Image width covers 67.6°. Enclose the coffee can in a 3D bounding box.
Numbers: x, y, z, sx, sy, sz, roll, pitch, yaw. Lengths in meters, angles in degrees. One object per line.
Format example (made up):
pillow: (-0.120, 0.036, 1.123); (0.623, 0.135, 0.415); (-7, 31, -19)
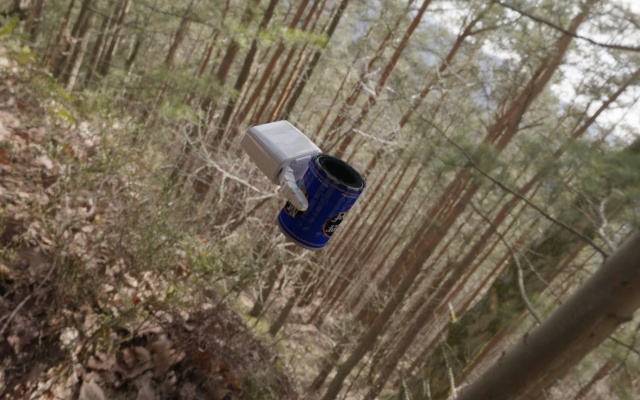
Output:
coffee can: (0.000, 0.003, 0.835); (0.103, 0.140, 0.102); (27, 25, -14)
